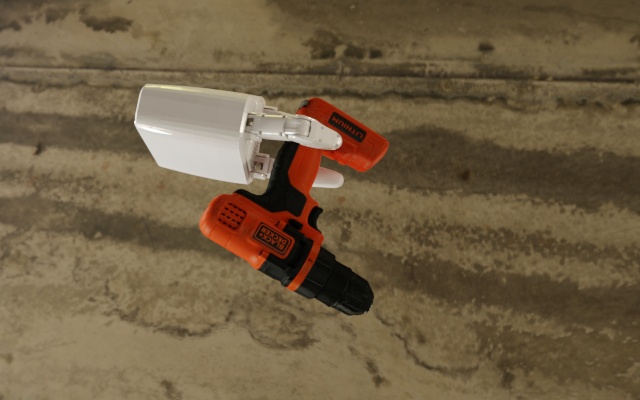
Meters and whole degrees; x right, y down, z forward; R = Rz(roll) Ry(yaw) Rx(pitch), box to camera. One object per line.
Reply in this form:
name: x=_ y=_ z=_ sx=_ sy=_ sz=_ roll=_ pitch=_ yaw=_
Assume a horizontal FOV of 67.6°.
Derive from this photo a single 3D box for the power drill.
power drill: x=0.000 y=0.001 z=0.486 sx=0.184 sy=0.187 sz=0.057 roll=32 pitch=-27 yaw=-8
